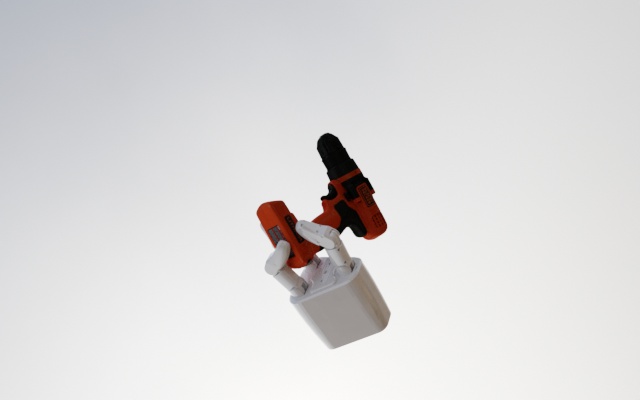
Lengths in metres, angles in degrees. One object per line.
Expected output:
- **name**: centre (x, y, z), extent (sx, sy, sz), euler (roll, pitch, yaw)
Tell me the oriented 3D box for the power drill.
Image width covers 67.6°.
- **power drill**: centre (0.000, 0.003, 0.714), extent (0.187, 0.184, 0.057), euler (-29, -2, -34)
